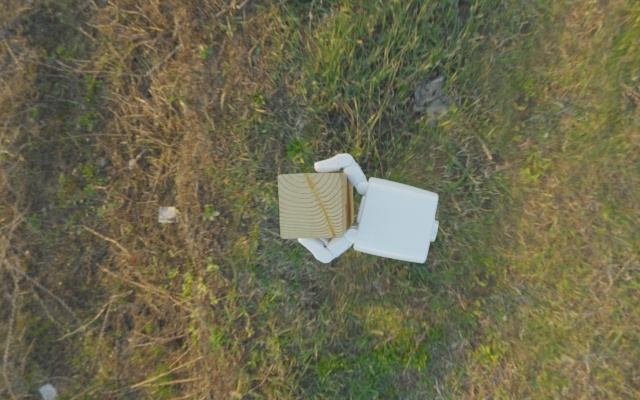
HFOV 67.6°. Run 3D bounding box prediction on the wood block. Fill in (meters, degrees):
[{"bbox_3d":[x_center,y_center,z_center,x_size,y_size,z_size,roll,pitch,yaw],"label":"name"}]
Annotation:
[{"bbox_3d":[0.000,0.002,0.752,0.090,0.091,0.206,-1,2,8],"label":"wood block"}]
